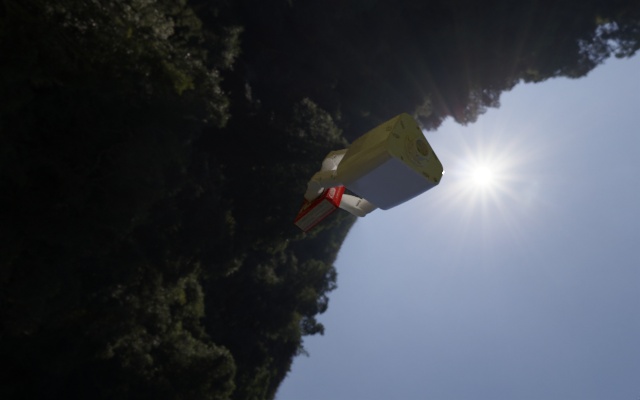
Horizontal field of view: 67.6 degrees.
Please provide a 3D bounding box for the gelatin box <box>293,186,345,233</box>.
[{"bbox_3d":[0.000,0.003,0.790,0.089,0.030,0.073,-40,18,37],"label":"gelatin box"}]
